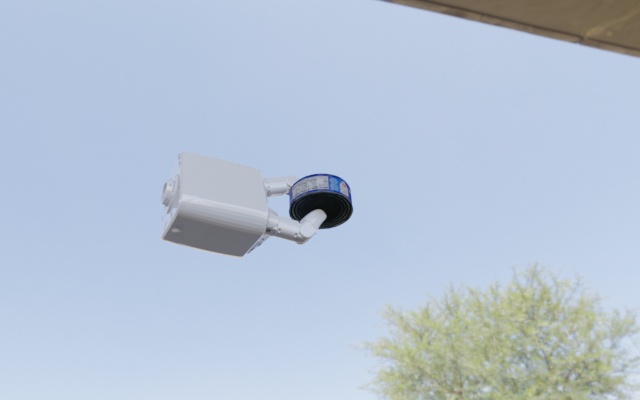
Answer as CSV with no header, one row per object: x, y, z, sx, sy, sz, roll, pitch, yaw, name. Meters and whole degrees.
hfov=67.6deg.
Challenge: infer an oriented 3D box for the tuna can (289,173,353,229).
0.000,0.002,0.643,0.086,0.033,0.086,-2,-37,-1,tuna can
